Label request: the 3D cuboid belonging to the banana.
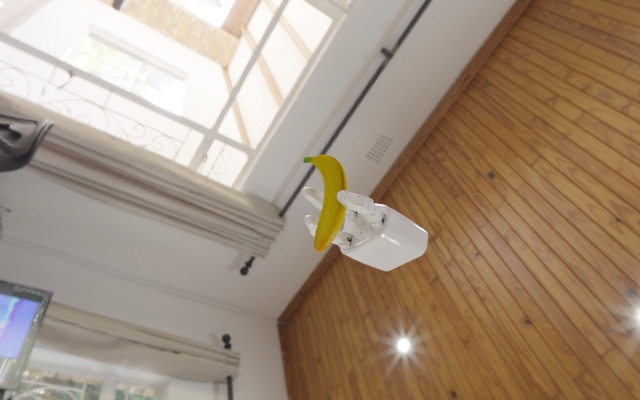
[{"bbox_3d":[0.013,-0.009,0.761,0.070,0.197,0.037,-35,-48,28],"label":"banana"}]
